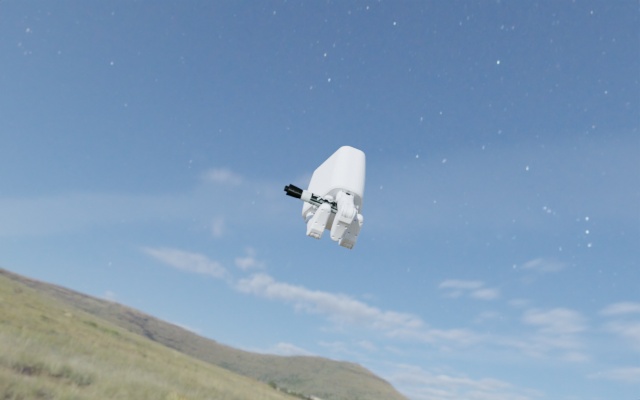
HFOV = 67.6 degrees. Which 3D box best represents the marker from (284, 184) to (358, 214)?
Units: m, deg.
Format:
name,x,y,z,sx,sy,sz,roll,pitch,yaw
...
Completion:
name,x,y,z,sx,sy,sz,roll,pitch,yaw
marker,0.000,0.002,0.746,0.121,0.020,0.020,21,-4,-10
